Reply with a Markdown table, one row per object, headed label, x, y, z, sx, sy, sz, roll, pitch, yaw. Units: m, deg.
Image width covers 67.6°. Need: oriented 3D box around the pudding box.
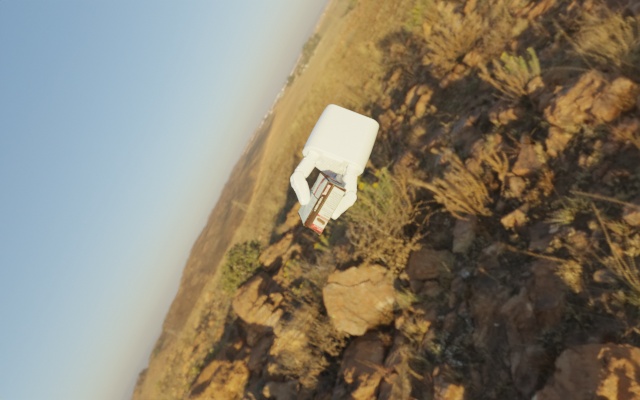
| label | x | y | z | sx | sy | sz | roll | pitch | yaw |
| --- | --- | --- | --- | --- | --- | --- | --- | --- | --- |
| pudding box | 0.000 | 0.003 | 0.845 | 0.039 | 0.090 | 0.113 | 28 | 6 | -10 |
